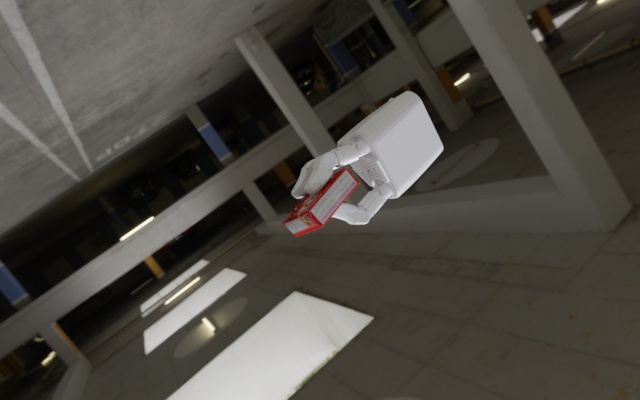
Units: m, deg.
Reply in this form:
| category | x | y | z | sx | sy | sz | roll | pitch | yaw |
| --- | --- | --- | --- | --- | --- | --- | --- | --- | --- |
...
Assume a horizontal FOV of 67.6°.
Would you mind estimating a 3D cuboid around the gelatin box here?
| category | x | y | z | sx | sy | sz | roll | pitch | yaw |
| --- | --- | --- | --- | --- | --- | --- | --- | --- | --- |
| gelatin box | 0.000 | 0.003 | 0.620 | 0.089 | 0.030 | 0.073 | -50 | 14 | -30 |
